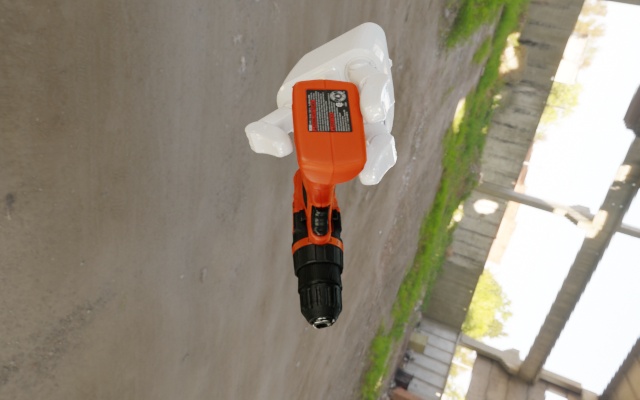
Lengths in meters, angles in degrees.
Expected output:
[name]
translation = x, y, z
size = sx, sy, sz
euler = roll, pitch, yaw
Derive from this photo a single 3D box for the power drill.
[power drill]
translation = 0.000, 0.001, 0.437
size = 0.057, 0.184, 0.188
euler = -1, -36, -7
